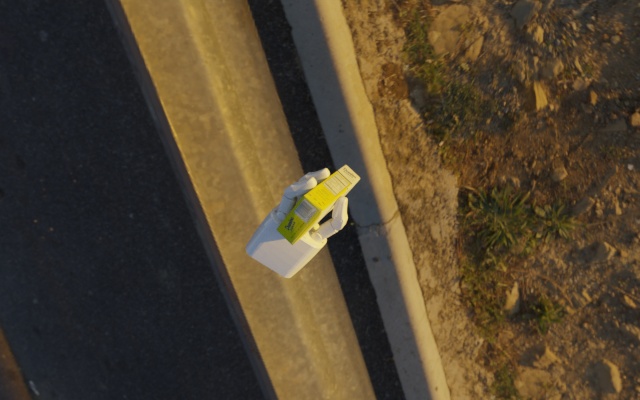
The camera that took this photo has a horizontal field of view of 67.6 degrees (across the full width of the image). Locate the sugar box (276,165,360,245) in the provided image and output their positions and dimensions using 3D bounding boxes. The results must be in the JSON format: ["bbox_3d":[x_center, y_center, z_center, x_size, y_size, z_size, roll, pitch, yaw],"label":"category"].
[{"bbox_3d":[0.000,0.003,0.847,0.093,0.048,0.176,-49,-3,32],"label":"sugar box"}]
